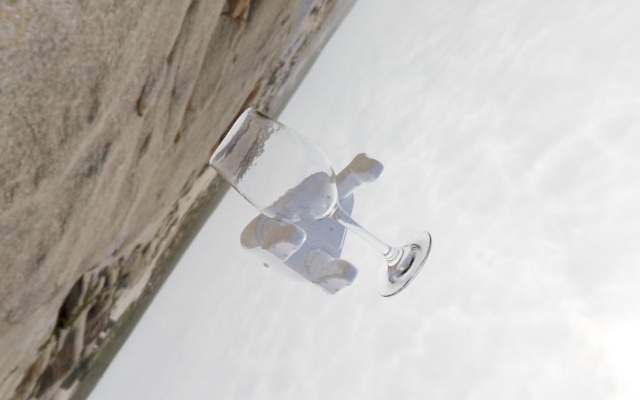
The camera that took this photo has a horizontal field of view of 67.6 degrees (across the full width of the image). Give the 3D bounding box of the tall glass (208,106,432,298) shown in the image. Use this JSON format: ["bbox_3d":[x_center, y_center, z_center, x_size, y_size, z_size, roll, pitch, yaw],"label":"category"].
[{"bbox_3d":[0.001,0.002,0.429,0.201,0.079,0.079,37,-8,-11],"label":"tall glass"}]
